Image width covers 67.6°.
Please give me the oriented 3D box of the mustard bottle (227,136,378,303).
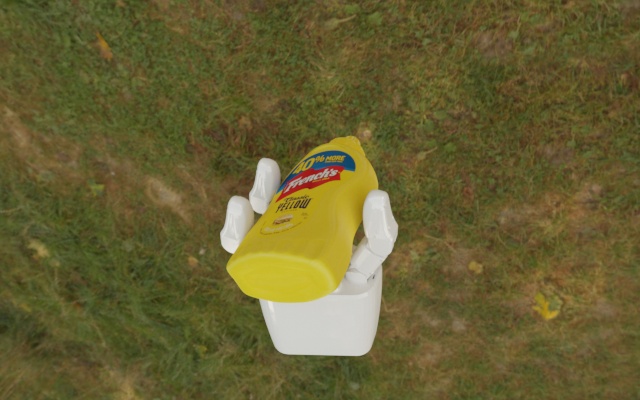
[{"bbox_3d":[0.000,0.001,0.427,0.096,0.058,0.191,-10,34,33],"label":"mustard bottle"}]
